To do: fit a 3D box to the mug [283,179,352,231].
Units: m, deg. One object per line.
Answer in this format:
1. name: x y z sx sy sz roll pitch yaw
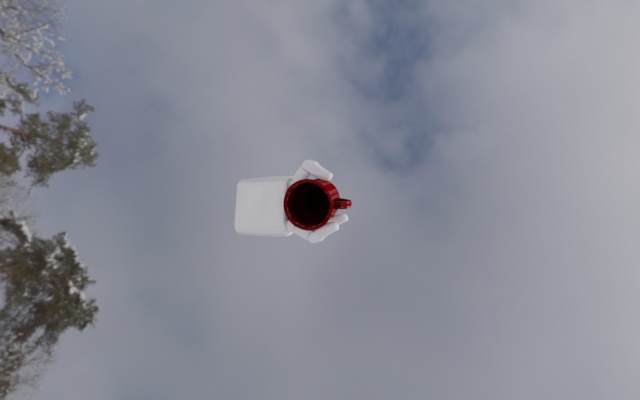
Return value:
1. mug: 0.002 0.003 0.881 0.117 0.093 0.081 0 8 17
